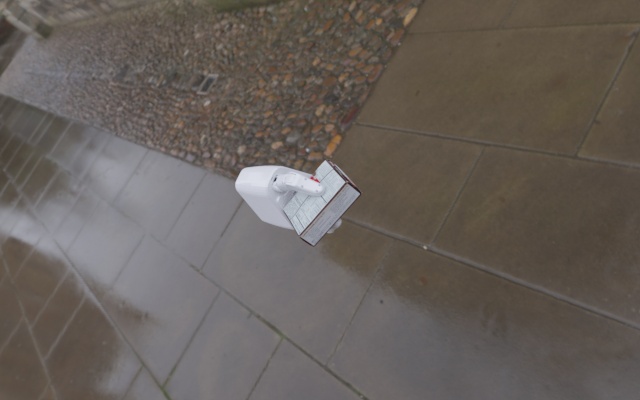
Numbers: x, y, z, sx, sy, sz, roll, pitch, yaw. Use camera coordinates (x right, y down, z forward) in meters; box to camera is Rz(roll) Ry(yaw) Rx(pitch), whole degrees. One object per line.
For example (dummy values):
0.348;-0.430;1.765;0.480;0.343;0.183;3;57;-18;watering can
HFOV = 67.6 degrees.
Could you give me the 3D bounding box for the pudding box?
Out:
0.000;0.002;0.732;0.039;0.113;0.090;34;11;-34;pudding box
